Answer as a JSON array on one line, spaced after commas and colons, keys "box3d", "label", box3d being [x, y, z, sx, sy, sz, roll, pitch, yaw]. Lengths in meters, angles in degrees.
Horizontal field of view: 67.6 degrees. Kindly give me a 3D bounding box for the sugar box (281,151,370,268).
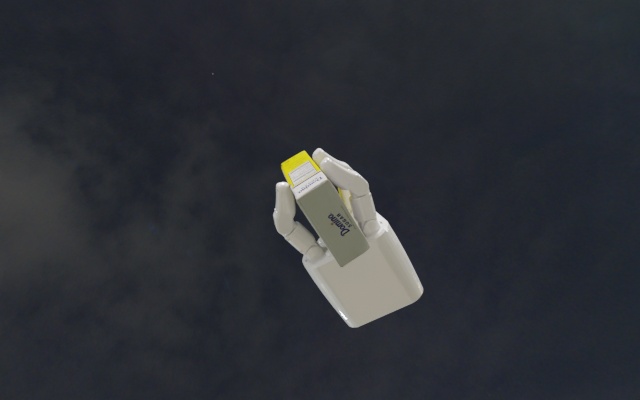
[{"box3d": [0.001, 0.002, 0.567, 0.048, 0.093, 0.176, -34, 19, -2], "label": "sugar box"}]
